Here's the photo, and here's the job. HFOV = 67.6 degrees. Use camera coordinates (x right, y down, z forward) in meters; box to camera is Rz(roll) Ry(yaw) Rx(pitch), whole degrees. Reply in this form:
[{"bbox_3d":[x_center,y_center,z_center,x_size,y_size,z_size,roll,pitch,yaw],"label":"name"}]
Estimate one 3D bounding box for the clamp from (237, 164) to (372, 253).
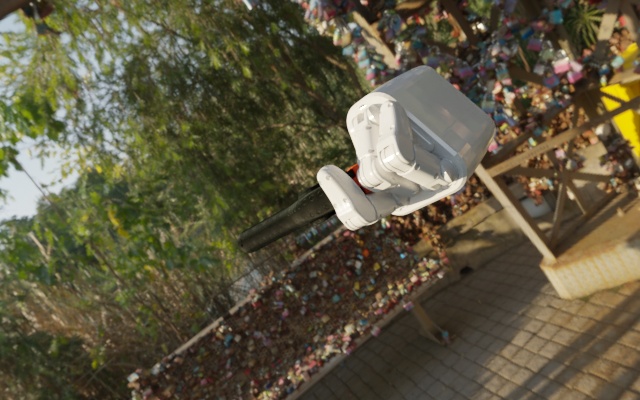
[{"bbox_3d":[0.000,0.001,0.483,0.171,0.039,0.120,-26,8,44],"label":"clamp"}]
